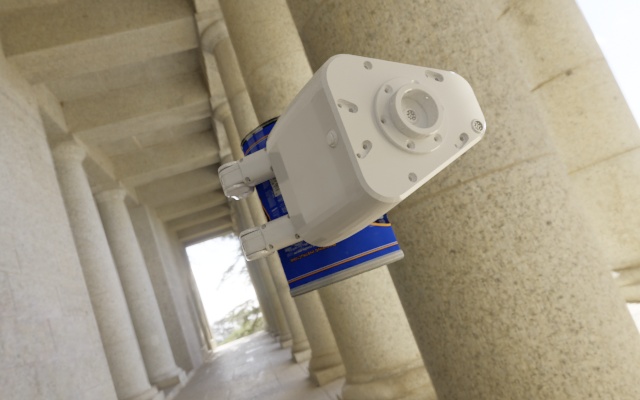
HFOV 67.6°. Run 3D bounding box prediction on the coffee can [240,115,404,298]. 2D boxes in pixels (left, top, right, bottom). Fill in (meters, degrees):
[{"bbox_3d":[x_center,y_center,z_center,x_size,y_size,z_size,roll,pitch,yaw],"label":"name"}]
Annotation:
[{"bbox_3d":[0.000,0.002,0.420,0.103,0.140,0.103,-20,-9,-3],"label":"coffee can"}]
